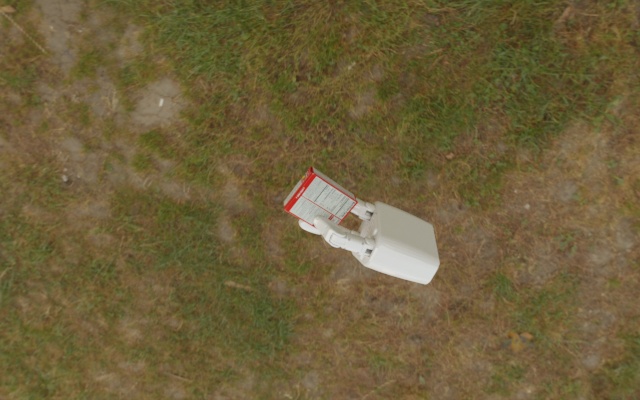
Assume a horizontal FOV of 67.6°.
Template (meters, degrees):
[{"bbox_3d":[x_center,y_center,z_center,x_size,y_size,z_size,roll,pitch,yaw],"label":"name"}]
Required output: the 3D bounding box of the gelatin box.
[{"bbox_3d":[0.000,0.002,0.724,0.089,0.073,0.030,32,18,-21],"label":"gelatin box"}]
